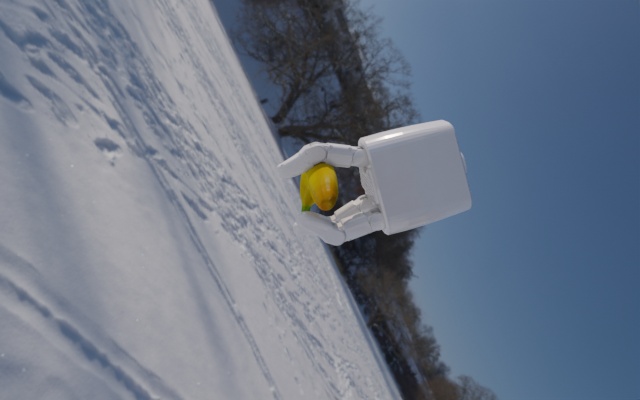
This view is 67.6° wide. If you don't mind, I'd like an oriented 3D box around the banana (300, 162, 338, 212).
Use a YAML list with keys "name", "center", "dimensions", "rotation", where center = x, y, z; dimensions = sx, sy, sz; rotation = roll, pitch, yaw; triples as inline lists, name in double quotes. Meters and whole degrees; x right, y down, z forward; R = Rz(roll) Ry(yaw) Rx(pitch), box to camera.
- name: "banana"
  center: [-0.002, -0.016, 0.585]
  dimensions: [0.037, 0.069, 0.198]
  rotation: [-5, -5, -7]
